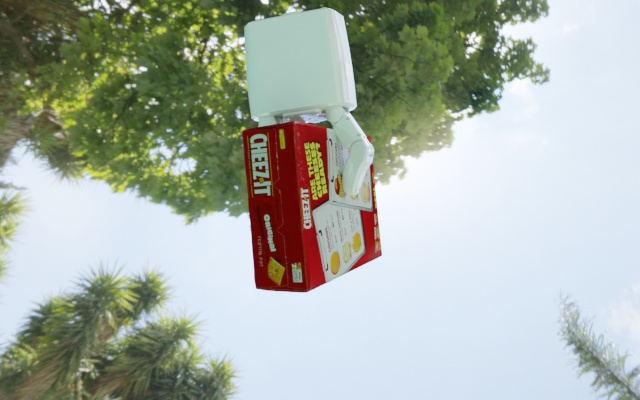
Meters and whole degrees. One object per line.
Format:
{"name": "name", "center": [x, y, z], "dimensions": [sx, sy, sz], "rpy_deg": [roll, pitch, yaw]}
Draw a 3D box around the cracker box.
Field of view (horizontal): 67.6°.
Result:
{"name": "cracker box", "center": [0.000, 0.002, 0.554], "dimensions": [0.072, 0.164, 0.213], "rpy_deg": [-5, 1, 27]}
